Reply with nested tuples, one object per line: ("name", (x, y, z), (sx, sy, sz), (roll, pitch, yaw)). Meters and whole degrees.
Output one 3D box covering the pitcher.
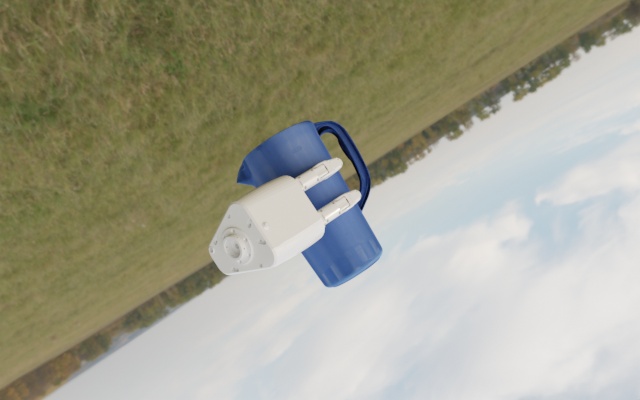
("pitcher", (0.000, 0.003, 0.745), (0.149, 0.243, 0.145), (-34, -2, 35))
